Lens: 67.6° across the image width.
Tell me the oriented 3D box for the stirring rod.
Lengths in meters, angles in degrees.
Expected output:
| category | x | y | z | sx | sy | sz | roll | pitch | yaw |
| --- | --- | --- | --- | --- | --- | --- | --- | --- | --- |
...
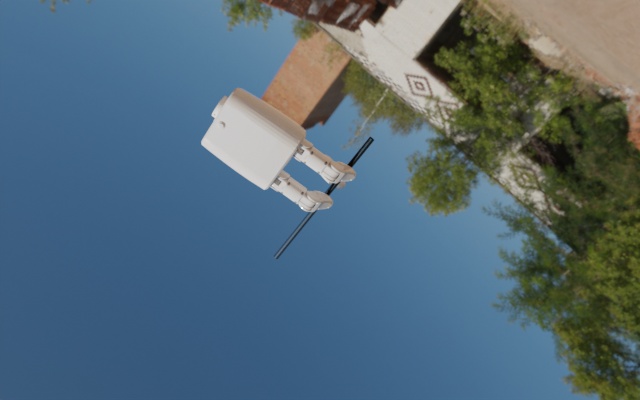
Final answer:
| category | x | y | z | sx | sy | sz | roll | pitch | yaw |
| --- | --- | --- | --- | --- | --- | --- | --- | --- | --- |
| stirring rod | 0.000 | 0.002 | 0.691 | 0.011 | 0.240 | 0.011 | 31 | 25 | -17 |
